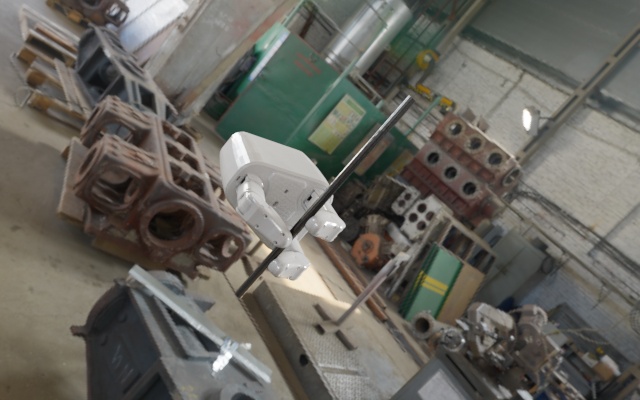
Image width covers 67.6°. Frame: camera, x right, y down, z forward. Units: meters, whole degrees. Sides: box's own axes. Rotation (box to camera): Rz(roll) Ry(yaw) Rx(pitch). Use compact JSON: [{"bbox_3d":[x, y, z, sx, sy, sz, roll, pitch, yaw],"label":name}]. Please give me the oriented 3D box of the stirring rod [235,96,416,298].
[{"bbox_3d":[0.000,0.001,0.430,0.011,0.239,0.011,40,11,-9],"label":"stirring rod"}]
